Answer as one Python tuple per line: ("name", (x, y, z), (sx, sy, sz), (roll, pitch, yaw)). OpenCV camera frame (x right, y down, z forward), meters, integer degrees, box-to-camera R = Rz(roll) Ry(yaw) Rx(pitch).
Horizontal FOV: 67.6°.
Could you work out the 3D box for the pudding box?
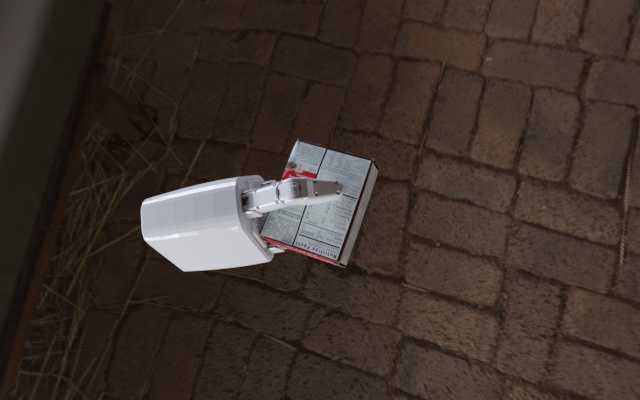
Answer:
("pudding box", (0.000, 0.002, 0.490), (0.090, 0.113, 0.039), (17, -7, 18))
